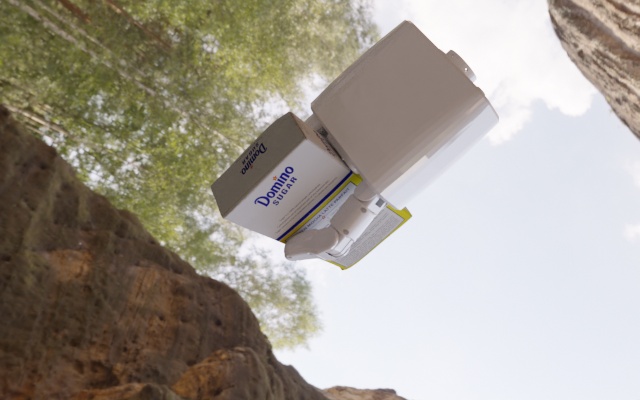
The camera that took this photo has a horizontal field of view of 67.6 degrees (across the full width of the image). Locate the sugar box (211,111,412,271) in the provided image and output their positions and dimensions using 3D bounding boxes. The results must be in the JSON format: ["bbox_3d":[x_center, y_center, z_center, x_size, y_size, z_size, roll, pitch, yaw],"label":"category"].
[{"bbox_3d":[0.000,0.001,0.425,0.093,0.048,0.176,-42,-42,14],"label":"sugar box"}]
